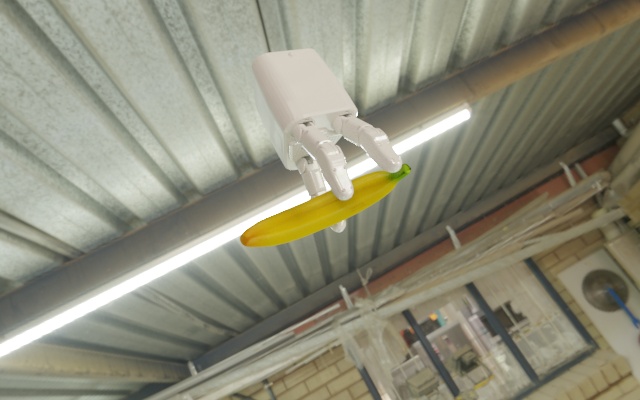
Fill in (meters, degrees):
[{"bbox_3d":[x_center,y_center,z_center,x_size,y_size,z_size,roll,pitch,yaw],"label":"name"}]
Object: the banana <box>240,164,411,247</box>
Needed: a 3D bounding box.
[{"bbox_3d":[0.004,0.007,0.537,0.198,0.037,0.070,-25,-20,-6],"label":"banana"}]
